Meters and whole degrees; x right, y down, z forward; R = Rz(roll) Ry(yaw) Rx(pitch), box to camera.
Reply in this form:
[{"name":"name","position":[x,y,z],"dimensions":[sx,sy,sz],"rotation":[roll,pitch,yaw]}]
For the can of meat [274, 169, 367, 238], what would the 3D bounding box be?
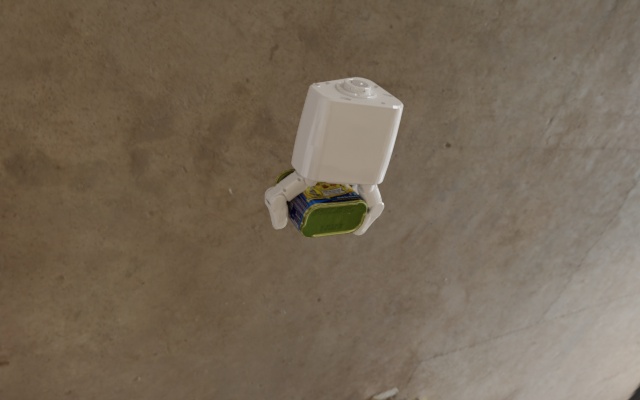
[{"name":"can of meat","position":[0.000,0.002,0.635],"dimensions":[0.102,0.057,0.084],"rotation":[-5,36,-31]}]
